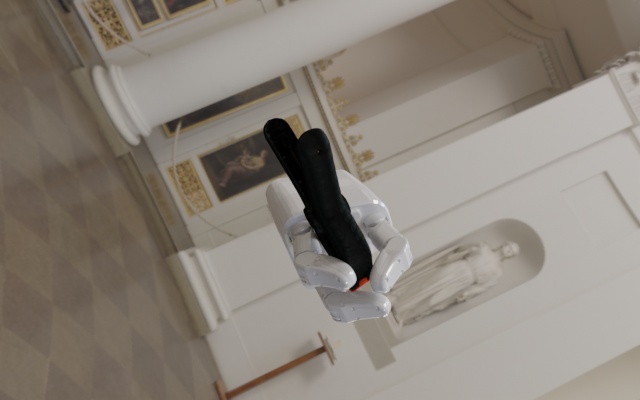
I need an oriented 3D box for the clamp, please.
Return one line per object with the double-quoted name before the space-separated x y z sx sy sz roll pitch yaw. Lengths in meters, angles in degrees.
"clamp" 0.001 0.001 0.421 0.039 0.171 0.120 -25 29 -7
